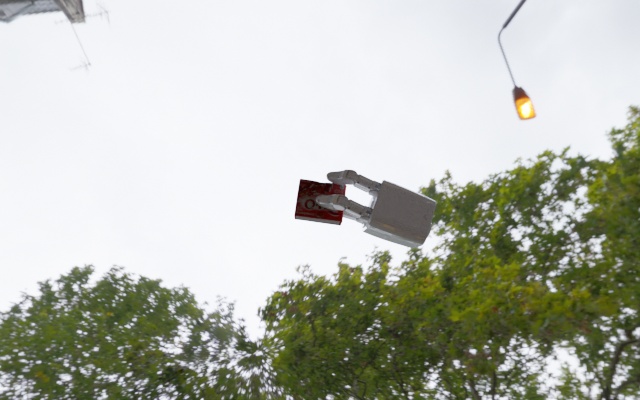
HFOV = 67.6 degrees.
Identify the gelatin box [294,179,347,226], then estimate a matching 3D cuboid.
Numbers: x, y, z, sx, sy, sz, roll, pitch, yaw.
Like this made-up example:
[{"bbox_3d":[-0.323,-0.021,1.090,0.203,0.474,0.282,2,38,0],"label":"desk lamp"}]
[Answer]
[{"bbox_3d":[0.000,0.003,0.878,0.089,0.073,0.030,8,-19,-1],"label":"gelatin box"}]
